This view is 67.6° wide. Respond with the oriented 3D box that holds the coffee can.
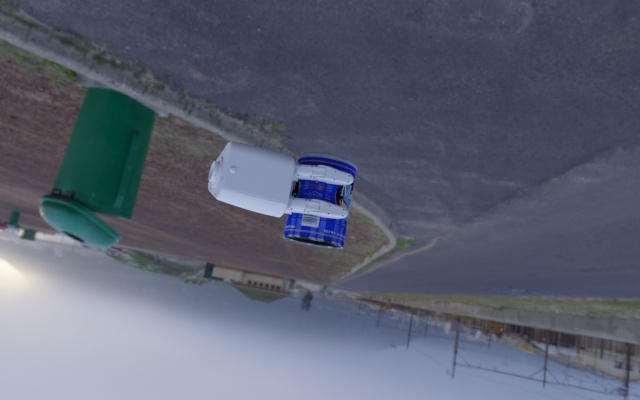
[{"bbox_3d":[0.000,0.003,0.798,0.103,0.140,0.103,10,-11,2],"label":"coffee can"}]
